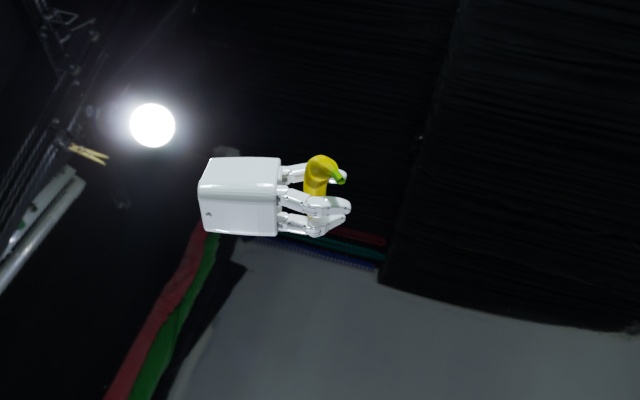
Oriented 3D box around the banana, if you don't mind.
[{"bbox_3d":[-0.003,-0.016,0.703,0.037,0.069,0.198,-9,-20,-11],"label":"banana"}]
